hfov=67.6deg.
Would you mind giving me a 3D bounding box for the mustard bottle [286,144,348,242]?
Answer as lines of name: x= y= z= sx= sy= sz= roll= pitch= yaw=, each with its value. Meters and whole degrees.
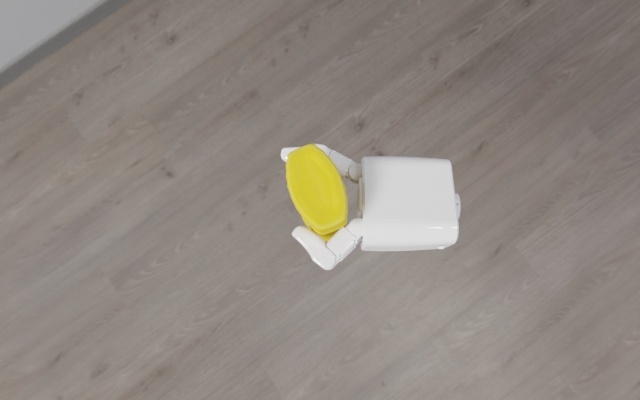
mustard bottle: x=0.000 y=0.002 z=0.591 sx=0.058 sy=0.096 sz=0.192 roll=-24 pitch=-11 yaw=-2
